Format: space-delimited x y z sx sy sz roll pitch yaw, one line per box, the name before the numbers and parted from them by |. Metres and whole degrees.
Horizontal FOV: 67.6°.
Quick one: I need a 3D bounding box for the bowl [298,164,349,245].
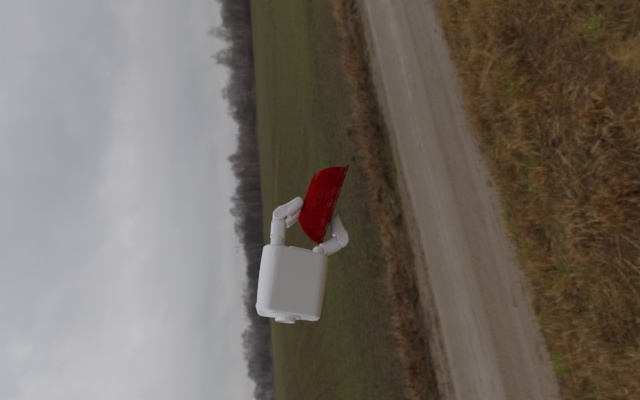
bowl | 0.000 0.002 0.865 0.055 0.162 0.162 19 0 2
